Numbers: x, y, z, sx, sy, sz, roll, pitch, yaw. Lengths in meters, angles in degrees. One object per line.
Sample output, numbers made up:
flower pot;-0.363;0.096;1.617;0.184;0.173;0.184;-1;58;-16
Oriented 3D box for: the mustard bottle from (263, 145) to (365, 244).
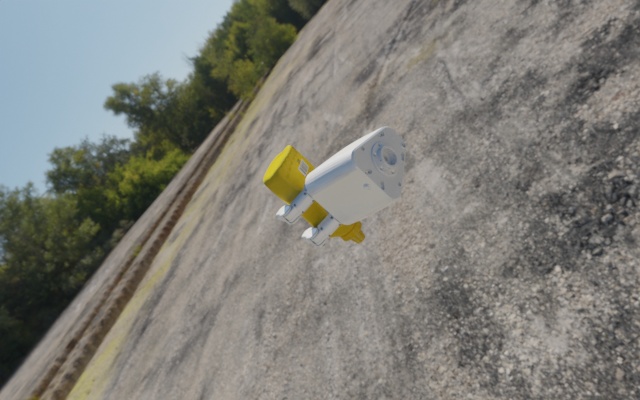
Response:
mustard bottle;0.000;0.002;0.756;0.058;0.192;0.096;-40;18;27
